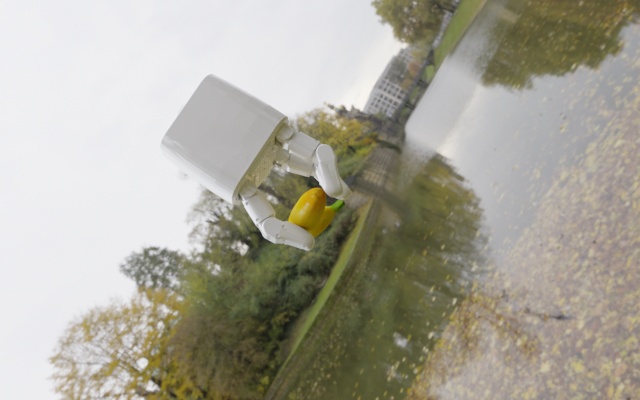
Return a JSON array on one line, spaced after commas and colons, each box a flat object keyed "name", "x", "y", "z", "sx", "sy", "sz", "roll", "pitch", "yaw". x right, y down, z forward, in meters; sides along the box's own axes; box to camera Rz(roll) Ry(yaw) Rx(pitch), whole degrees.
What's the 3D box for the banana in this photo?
[{"name": "banana", "x": -0.010, "y": 0.017, "z": 0.585, "sx": 0.037, "sy": 0.069, "sz": 0.198, "roll": 36, "pitch": 3, "yaw": 7}]
